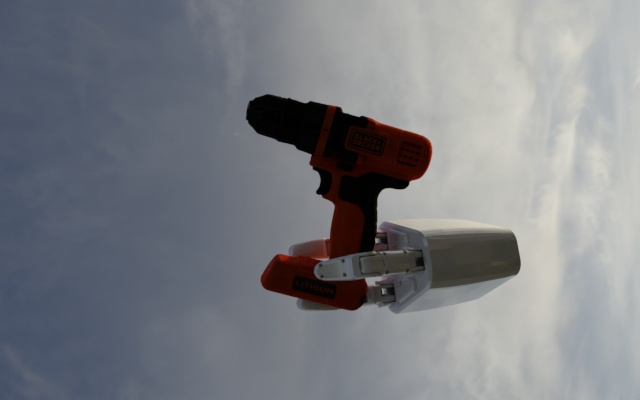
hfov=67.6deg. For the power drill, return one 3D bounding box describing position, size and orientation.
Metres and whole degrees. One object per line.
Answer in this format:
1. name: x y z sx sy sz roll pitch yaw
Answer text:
1. power drill: 0.000 0.002 0.469 0.184 0.187 0.057 15 6 -1
